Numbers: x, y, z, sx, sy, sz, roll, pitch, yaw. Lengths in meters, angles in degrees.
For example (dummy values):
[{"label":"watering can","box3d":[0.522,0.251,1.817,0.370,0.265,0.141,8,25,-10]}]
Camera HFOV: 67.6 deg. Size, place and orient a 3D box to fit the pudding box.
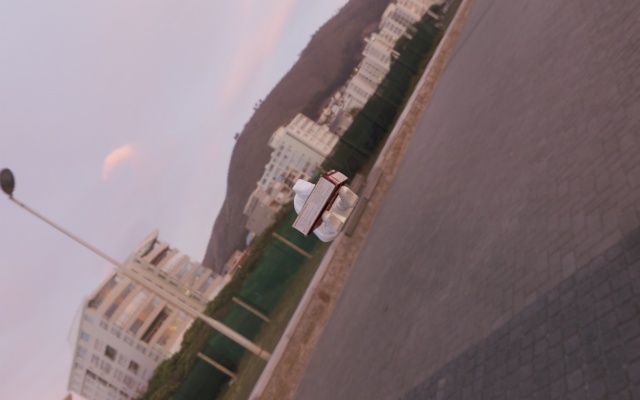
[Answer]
[{"label":"pudding box","box3d":[0.000,0.003,0.862,0.039,0.113,0.090,31,17,8]}]
